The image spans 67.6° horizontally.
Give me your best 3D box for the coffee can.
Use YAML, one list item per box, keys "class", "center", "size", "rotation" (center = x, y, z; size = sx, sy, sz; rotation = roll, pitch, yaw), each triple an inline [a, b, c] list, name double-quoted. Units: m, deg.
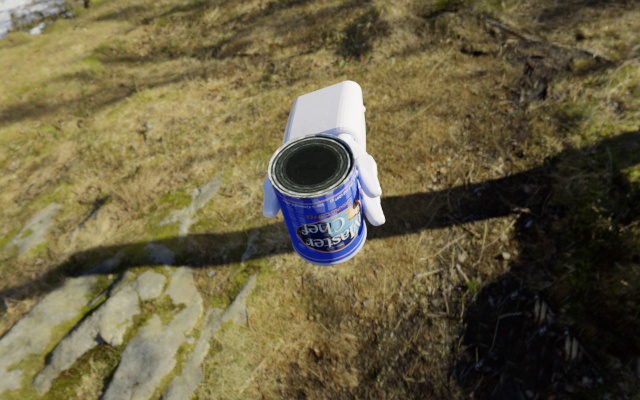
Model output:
- class: "coffee can"
  center: [0.000, 0.002, 0.598]
  size: [0.103, 0.102, 0.140]
  rotation: [0, -39, 12]
